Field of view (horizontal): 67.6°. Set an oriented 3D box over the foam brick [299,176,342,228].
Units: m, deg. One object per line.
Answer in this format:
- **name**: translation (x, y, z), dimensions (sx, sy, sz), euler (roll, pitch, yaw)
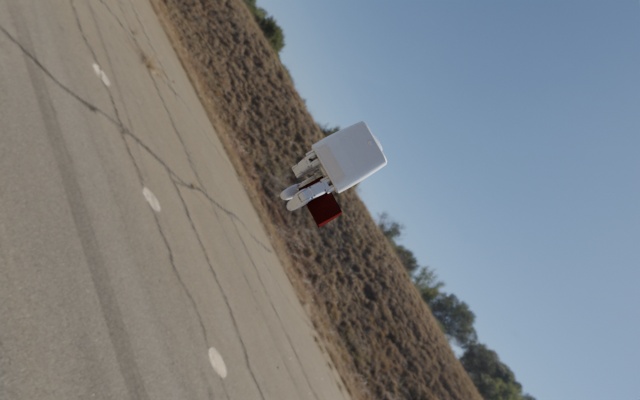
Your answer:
- **foam brick**: translation (0.000, 0.003, 0.881), dimensions (0.051, 0.078, 0.053), euler (-28, -6, -3)
